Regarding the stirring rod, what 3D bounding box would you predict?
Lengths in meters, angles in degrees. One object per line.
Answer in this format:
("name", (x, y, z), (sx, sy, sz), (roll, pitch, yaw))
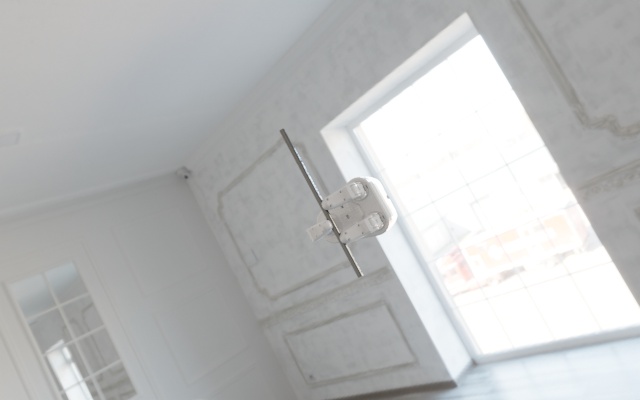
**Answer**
("stirring rod", (0.000, 0.002, 0.686), (0.011, 0.239, 0.011), (-28, -5, -3))
